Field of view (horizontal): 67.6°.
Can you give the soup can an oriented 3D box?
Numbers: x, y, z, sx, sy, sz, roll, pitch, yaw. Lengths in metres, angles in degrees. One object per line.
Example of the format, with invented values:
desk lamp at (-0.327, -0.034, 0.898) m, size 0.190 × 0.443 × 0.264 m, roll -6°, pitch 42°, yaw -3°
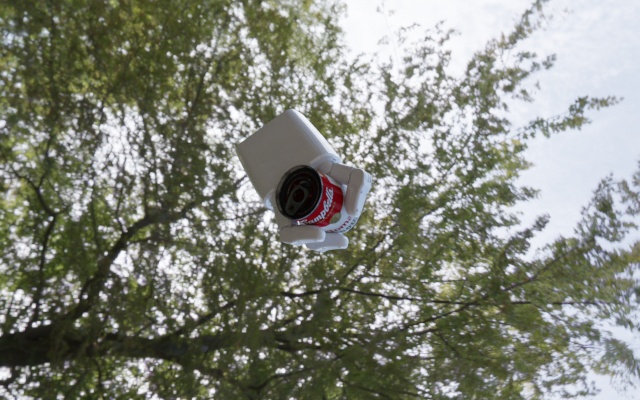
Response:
soup can at (0.001, 0.002, 0.607) m, size 0.068 × 0.068 × 0.102 m, roll 0°, pitch -14°, yaw 33°
